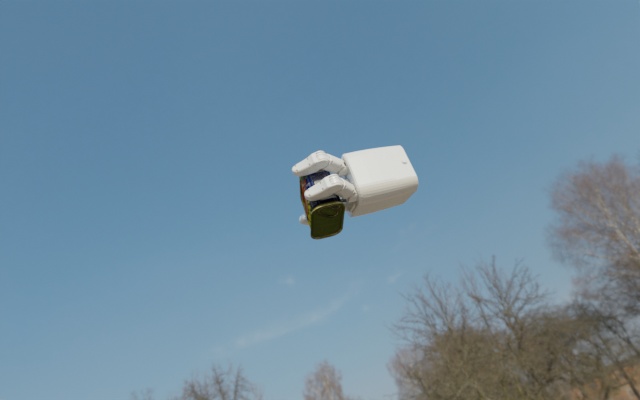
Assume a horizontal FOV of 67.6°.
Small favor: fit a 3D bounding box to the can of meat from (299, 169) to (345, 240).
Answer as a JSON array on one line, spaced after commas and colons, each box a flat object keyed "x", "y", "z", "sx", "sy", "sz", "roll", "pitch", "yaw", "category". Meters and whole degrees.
[{"x": 0.000, "y": 0.002, "z": 0.803, "sx": 0.057, "sy": 0.084, "sz": 0.102, "roll": -13, "pitch": -33, "yaw": -10, "category": "can of meat"}]
